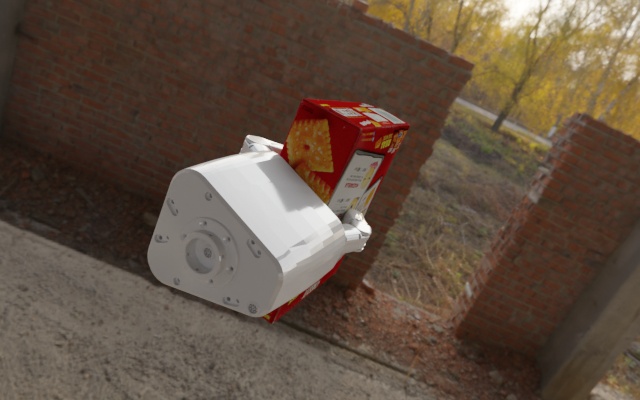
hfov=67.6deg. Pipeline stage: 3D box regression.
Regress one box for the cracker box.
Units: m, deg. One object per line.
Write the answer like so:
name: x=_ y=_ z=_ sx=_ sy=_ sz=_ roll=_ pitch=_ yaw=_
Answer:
cracker box: x=0.000 y=0.002 z=0.510 sx=0.072 sy=0.214 sz=0.164 roll=32 pitch=21 yaw=17
